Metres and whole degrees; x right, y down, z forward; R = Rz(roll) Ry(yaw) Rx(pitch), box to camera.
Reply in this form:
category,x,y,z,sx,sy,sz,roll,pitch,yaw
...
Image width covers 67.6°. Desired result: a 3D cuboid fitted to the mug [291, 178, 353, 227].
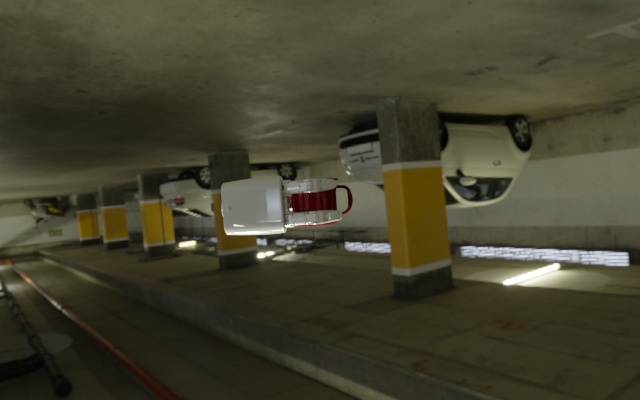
category,x,y,z,sx,sy,sz,roll,pitch,yaw
mug,0.002,0.003,0.865,0.117,0.081,0.093,-4,1,4
